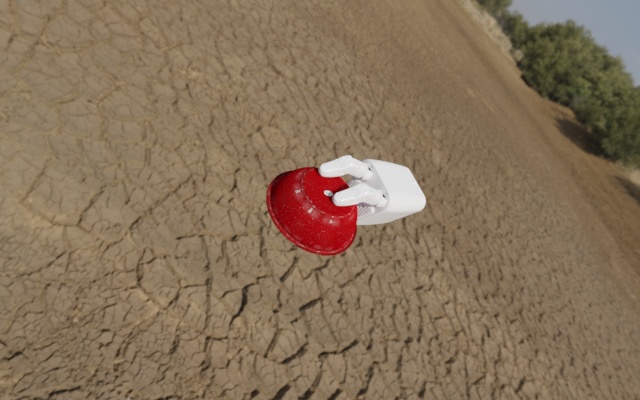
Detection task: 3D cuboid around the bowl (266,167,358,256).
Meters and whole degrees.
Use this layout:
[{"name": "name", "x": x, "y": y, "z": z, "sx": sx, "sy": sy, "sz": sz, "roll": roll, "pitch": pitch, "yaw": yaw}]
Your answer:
[{"name": "bowl", "x": -0.001, "y": 0.002, "z": 0.736, "sx": 0.162, "sy": 0.162, "sz": 0.055, "roll": 0, "pitch": -35, "yaw": -35}]
